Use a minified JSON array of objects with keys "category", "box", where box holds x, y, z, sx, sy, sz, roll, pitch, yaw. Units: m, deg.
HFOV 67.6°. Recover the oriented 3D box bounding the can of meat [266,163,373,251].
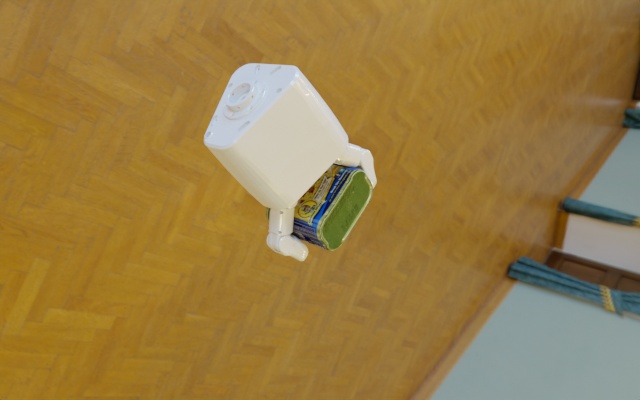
[{"category":"can of meat","box":[0.000,0.002,0.556,0.084,0.102,0.057,17,-25,40]}]
